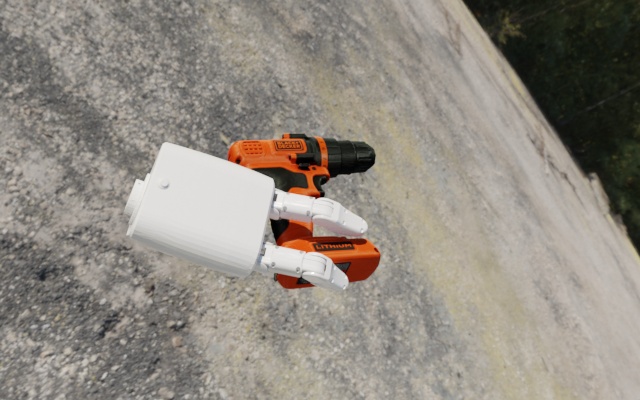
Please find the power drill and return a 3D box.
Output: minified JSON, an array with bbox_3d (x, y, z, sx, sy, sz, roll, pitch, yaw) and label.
[{"bbox_3d":[0.000,0.002,0.533,0.184,0.187,0.057,-5,-40,-19],"label":"power drill"}]
